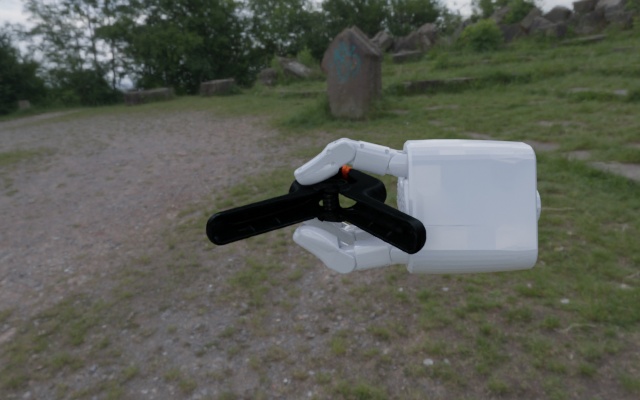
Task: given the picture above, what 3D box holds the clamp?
[{"bbox_3d":[0.000,0.000,0.434,0.164,0.036,0.210,1,15,4],"label":"clamp"}]
